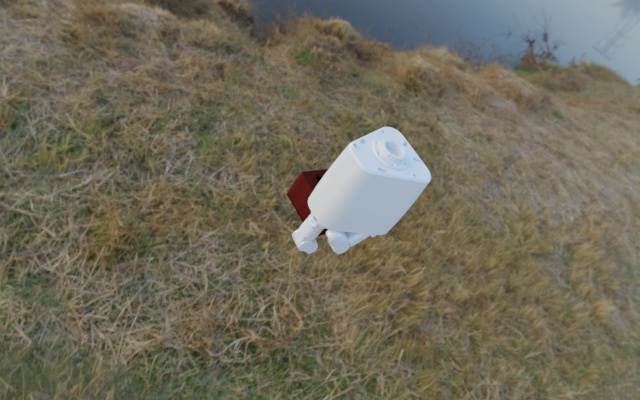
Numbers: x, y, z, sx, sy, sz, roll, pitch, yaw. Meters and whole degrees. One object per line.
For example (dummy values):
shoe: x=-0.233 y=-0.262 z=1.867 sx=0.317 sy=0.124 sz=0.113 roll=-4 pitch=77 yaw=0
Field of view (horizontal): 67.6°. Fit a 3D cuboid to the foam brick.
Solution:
foam brick: x=0.000 y=0.002 z=0.656 sx=0.053 sy=0.078 sz=0.051 roll=-10 pitch=-33 yaw=-38
